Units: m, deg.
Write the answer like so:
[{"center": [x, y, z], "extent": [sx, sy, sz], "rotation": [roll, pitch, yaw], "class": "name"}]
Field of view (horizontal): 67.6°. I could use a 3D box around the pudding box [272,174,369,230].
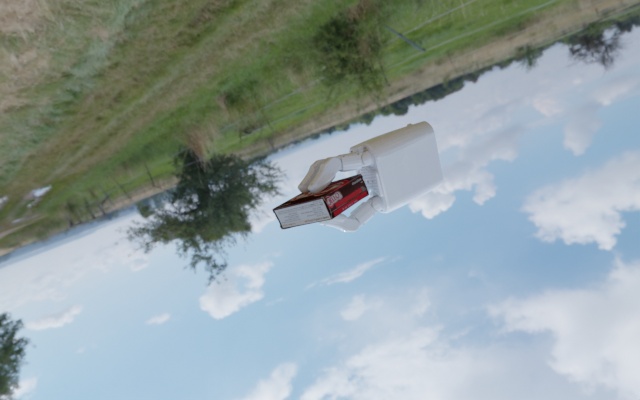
[{"center": [0.000, 0.002, 0.689], "extent": [0.113, 0.039, 0.090], "rotation": [-17, 10, 46], "class": "pudding box"}]
